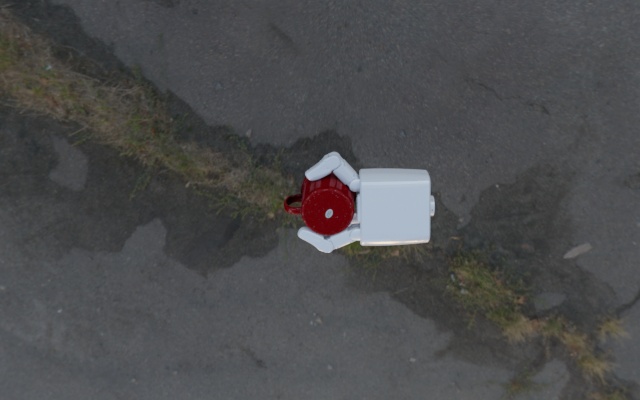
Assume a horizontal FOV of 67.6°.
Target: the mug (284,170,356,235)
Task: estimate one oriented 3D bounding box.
[{"bbox_3d":[-0.001,0.003,0.751,0.117,0.093,0.081,-2,24,3],"label":"mug"}]
